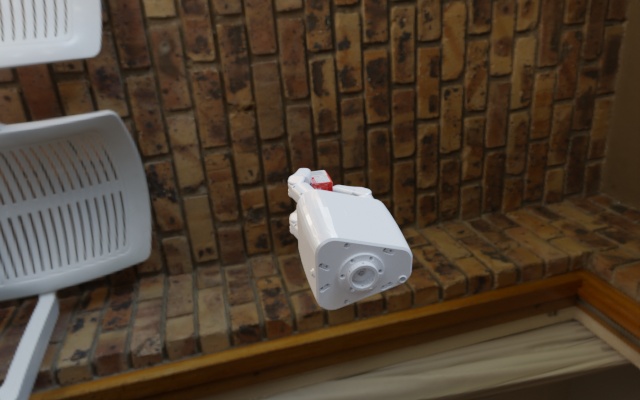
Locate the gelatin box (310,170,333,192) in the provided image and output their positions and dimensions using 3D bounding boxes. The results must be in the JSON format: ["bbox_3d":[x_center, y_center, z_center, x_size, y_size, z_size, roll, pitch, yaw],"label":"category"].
[{"bbox_3d":[0.001,0.002,0.666,0.030,0.073,0.089,-6,15,-5],"label":"gelatin box"}]
